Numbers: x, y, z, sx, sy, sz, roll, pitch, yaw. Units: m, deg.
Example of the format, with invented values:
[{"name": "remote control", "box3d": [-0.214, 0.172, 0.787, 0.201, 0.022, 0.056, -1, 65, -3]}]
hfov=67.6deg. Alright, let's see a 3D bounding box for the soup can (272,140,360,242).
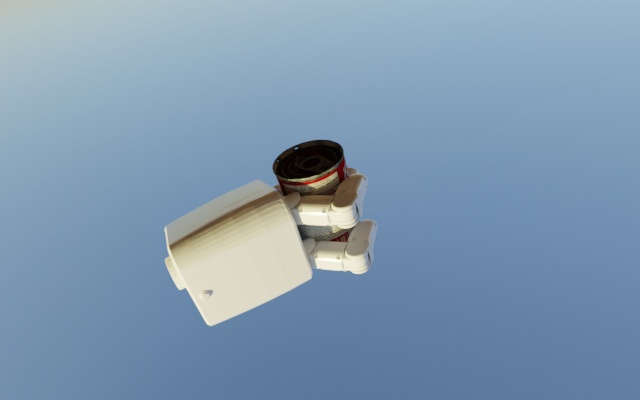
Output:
[{"name": "soup can", "box3d": [0.001, 0.001, 0.468, 0.068, 0.102, 0.068, -11, 34, 8]}]
